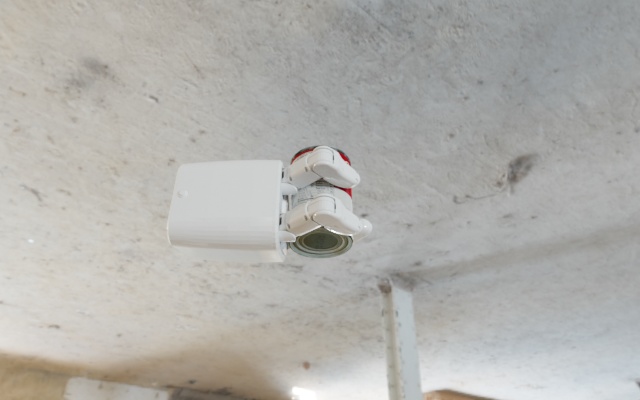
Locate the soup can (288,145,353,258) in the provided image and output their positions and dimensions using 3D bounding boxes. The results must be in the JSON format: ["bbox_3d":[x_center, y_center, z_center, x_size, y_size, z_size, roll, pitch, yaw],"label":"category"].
[{"bbox_3d":[0.001,0.002,0.508,0.068,0.102,0.068,0,-33,0],"label":"soup can"}]
